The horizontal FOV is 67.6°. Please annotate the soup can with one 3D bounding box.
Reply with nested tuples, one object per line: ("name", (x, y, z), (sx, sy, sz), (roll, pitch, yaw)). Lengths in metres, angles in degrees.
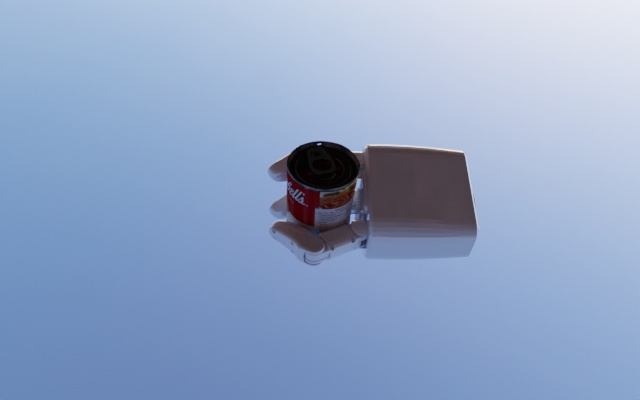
("soup can", (0.000, 0.002, 0.474), (0.068, 0.068, 0.102), (0, -44, -5))
